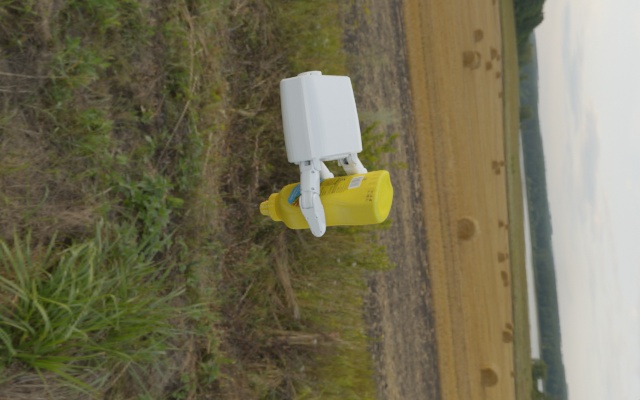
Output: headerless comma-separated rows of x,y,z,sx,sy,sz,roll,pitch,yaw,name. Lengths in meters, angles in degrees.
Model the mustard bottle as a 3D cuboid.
0.000,0.003,0.675,0.191,0.058,0.096,-6,29,23,mustard bottle
